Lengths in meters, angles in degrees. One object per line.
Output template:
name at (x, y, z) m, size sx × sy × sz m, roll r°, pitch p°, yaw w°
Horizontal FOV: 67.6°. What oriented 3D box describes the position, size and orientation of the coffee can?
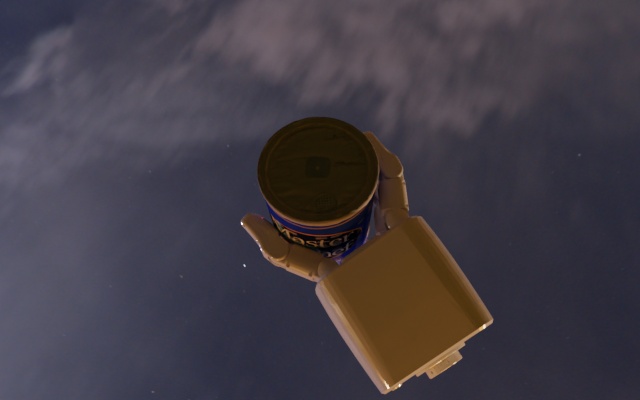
coffee can at (0.000, 0.001, 0.461) m, size 0.103 × 0.102 × 0.140 m, roll 0°, pitch -25°, yaw 2°
